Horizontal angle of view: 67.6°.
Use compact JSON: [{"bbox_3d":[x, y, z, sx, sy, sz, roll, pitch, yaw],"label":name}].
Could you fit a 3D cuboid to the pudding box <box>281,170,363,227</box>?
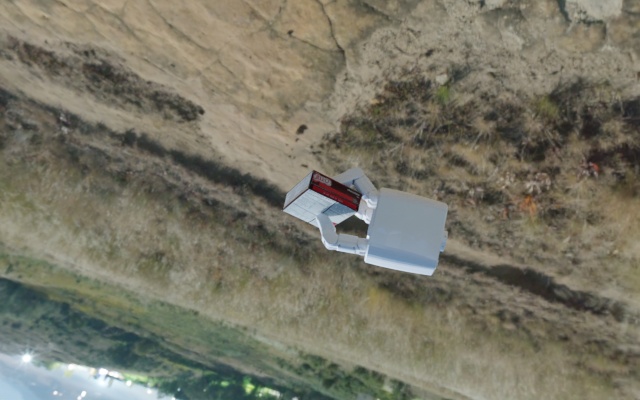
[{"bbox_3d":[0.000,0.003,0.764,0.090,0.039,0.113,26,-31,-17],"label":"pudding box"}]
